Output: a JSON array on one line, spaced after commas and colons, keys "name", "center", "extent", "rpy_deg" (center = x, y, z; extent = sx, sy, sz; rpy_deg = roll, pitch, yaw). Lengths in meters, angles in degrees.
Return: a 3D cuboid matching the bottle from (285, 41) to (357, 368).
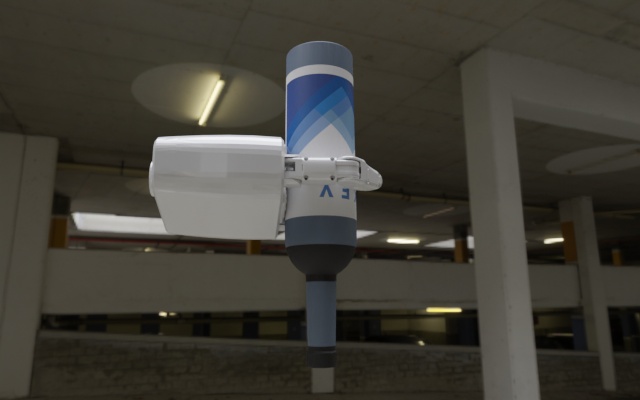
[{"name": "bottle", "center": [0.000, 0.001, 0.448], "extent": [0.069, 0.295, 0.069], "rpy_deg": [0, -12, 0]}]
